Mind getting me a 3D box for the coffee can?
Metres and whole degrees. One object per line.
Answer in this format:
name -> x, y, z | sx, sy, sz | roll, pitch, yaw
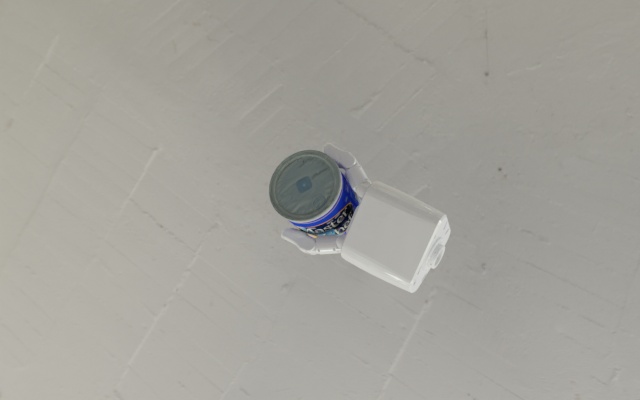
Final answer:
coffee can -> 0.000, 0.002, 0.695 | 0.103, 0.102, 0.140 | 0, -20, 20
